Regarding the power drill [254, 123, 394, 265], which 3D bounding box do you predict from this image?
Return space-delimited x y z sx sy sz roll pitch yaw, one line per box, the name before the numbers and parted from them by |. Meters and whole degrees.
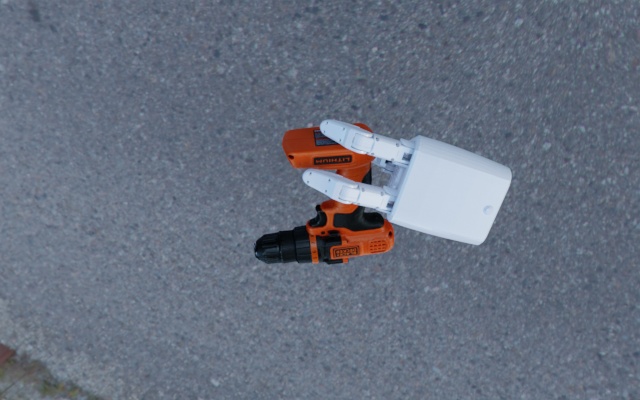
power drill | 0.000 0.002 0.585 0.184 0.188 0.057 -7 40 -3
